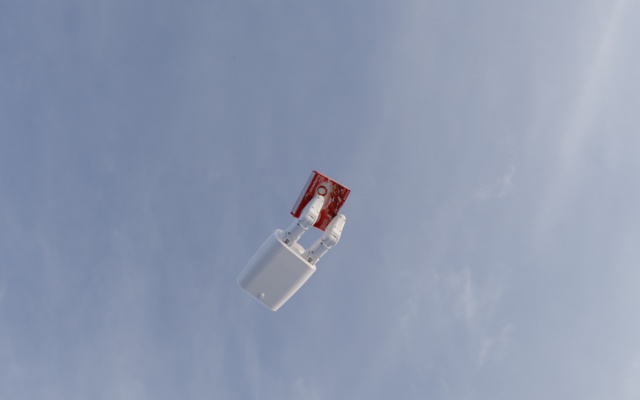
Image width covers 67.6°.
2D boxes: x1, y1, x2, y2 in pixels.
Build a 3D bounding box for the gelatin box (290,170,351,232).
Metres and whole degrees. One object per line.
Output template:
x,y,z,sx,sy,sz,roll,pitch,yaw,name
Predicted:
0.000,0.002,0.841,0.073,0.089,0.030,27,2,-18,gelatin box
